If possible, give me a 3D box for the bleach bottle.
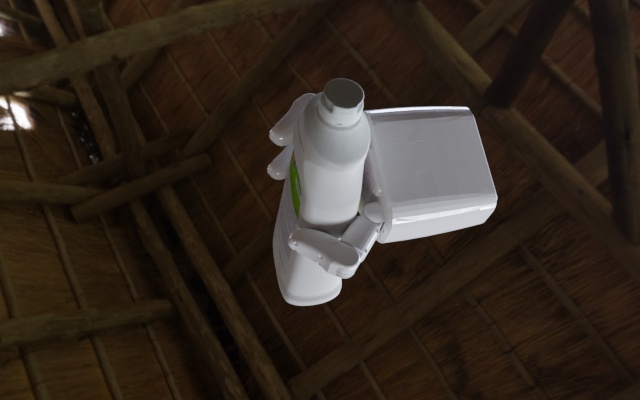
[{"bbox_3d":[0.000,0.001,0.424,0.068,0.102,0.251,-7,-31,-14],"label":"bleach bottle"}]
